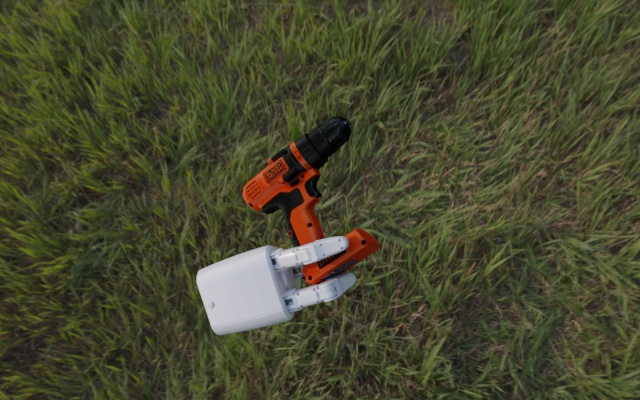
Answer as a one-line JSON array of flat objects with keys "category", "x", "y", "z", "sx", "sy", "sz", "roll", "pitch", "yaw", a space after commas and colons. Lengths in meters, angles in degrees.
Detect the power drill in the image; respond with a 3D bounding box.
[{"category": "power drill", "x": 0.000, "y": 0.003, "z": 0.639, "sx": 0.184, "sy": 0.187, "sz": 0.057, "roll": -38, "pitch": -24, "yaw": 18}]
